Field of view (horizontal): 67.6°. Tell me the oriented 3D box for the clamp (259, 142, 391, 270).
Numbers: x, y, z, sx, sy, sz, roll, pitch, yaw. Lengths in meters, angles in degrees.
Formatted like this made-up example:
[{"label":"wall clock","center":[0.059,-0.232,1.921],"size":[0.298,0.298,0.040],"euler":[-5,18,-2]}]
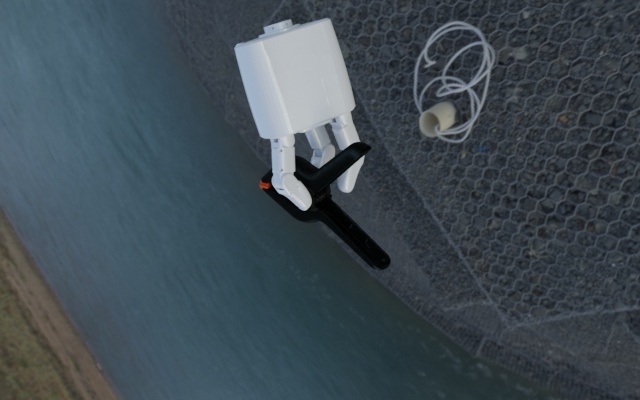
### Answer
[{"label":"clamp","center":[-0.001,0.002,0.602],"size":[0.036,0.165,0.210],"euler":[-33,27,-34]}]
